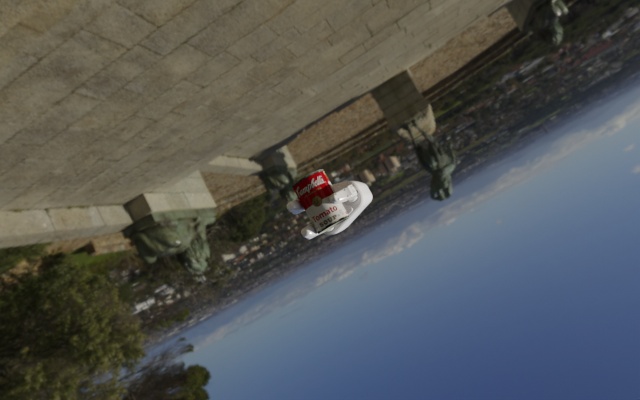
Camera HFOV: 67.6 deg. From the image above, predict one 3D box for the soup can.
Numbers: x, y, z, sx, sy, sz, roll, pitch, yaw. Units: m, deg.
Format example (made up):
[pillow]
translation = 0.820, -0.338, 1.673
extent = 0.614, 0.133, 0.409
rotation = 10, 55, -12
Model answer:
[soup can]
translation = 0.000, 0.003, 0.883
extent = 0.068, 0.102, 0.068
rotation = -28, -7, -4
